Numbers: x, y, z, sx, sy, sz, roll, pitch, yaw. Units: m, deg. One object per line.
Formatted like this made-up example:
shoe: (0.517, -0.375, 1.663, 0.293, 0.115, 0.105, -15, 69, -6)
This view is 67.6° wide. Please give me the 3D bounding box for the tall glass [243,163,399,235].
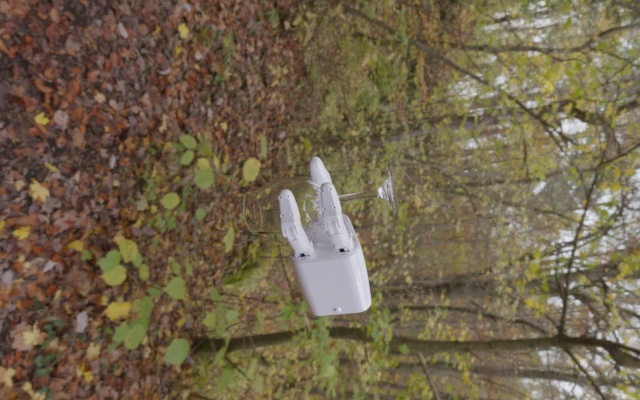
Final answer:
tall glass: (0.001, 0.002, 0.643, 0.201, 0.079, 0.079, -8, -2, 13)
